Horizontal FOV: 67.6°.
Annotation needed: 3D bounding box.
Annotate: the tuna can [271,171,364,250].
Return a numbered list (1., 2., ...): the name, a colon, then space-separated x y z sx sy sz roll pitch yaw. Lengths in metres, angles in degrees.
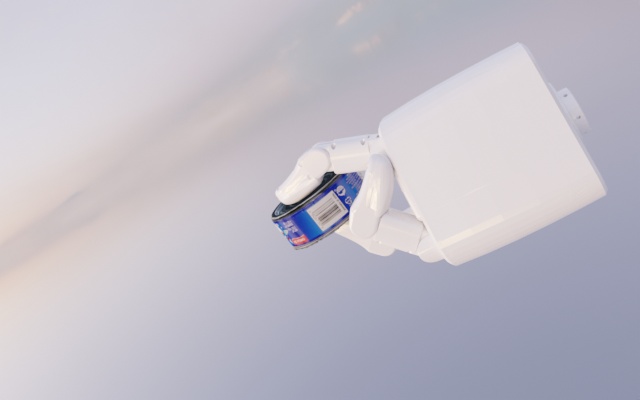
1. tuna can: 0.000 0.001 0.406 0.086 0.034 0.086 -36 12 9
